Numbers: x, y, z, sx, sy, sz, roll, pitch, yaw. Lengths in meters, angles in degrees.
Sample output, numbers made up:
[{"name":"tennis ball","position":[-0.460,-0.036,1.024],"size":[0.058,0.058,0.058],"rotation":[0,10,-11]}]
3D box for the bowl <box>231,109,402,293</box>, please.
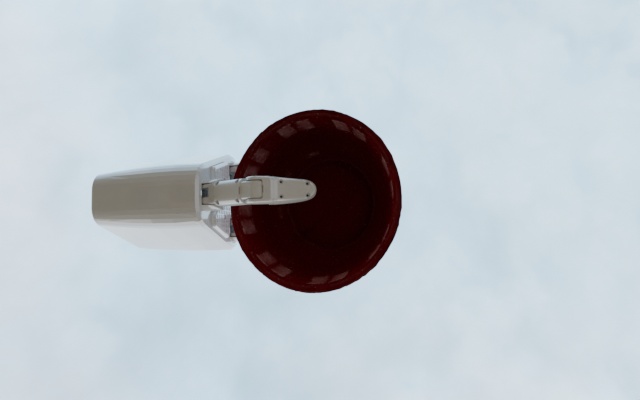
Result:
[{"name":"bowl","position":[0.001,0.002,0.441],"size":[0.162,0.162,0.055],"rotation":[0,-4,21]}]
